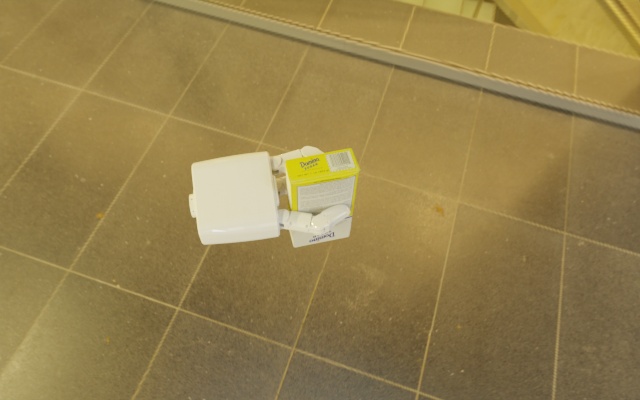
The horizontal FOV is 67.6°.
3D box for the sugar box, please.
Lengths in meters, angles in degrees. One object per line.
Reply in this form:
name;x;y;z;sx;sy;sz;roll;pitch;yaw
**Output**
sugar box;0.000;0.002;0.683;0.093;0.048;0.176;-10;-29;-9
